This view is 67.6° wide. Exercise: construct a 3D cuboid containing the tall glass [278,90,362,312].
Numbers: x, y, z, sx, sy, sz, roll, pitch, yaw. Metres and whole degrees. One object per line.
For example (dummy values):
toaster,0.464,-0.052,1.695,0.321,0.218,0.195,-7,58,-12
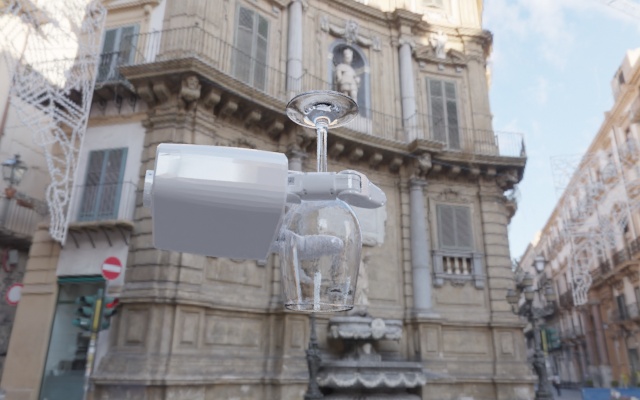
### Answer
tall glass,0.000,0.001,0.455,0.079,0.201,0.079,1,-19,0
